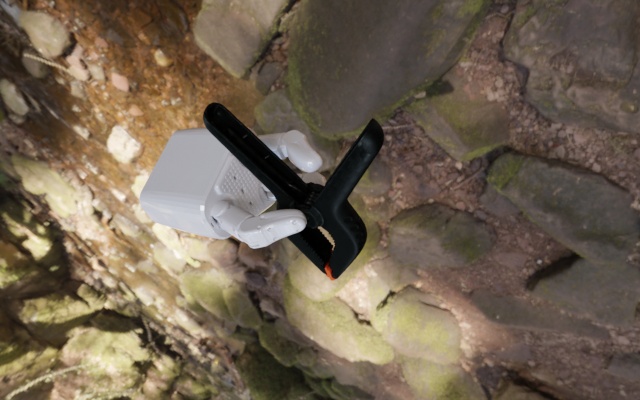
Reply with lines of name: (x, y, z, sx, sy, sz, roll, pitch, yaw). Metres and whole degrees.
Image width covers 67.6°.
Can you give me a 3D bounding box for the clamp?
clamp: (0.000, 0.002, 0.430, 0.164, 0.210, 0.036, 7, 48, 34)
